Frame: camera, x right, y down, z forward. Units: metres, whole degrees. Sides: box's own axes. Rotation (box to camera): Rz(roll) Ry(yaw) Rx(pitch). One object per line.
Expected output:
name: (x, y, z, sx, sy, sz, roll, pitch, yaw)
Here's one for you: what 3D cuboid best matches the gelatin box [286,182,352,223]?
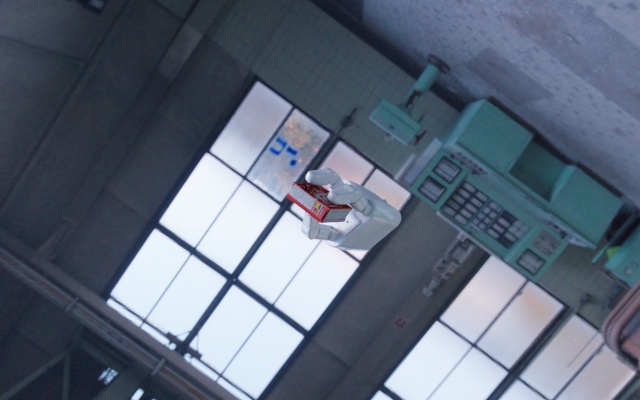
gelatin box: (0.000, 0.003, 0.738, 0.073, 0.030, 0.089, 37, 16, 22)
